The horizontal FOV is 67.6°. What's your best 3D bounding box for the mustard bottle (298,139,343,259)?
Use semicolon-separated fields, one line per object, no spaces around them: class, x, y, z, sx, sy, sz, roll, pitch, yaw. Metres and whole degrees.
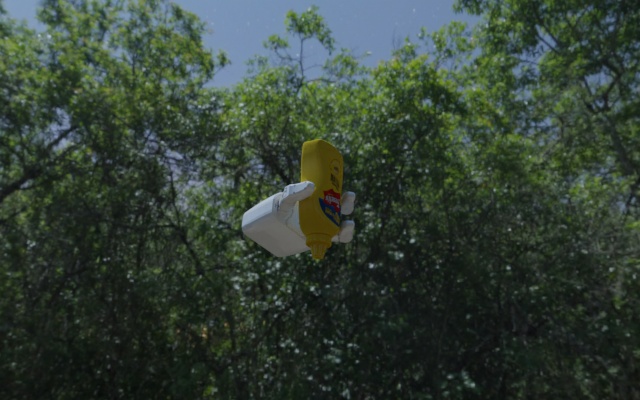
mustard bottle;0.000;0.002;0.782;0.058;0.191;0.096;-9;-28;24
